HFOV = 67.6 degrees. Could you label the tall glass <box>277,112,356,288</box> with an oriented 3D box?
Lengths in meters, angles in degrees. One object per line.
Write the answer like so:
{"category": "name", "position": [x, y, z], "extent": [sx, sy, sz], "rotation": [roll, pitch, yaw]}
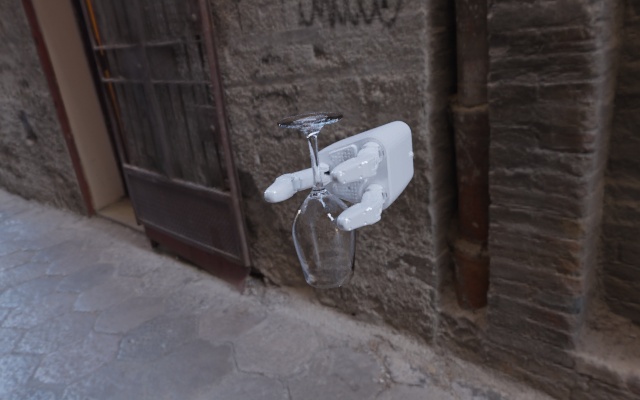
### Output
{"category": "tall glass", "position": [0.000, 0.001, 0.567], "extent": [0.079, 0.201, 0.079], "rotation": [-6, 19, 2]}
